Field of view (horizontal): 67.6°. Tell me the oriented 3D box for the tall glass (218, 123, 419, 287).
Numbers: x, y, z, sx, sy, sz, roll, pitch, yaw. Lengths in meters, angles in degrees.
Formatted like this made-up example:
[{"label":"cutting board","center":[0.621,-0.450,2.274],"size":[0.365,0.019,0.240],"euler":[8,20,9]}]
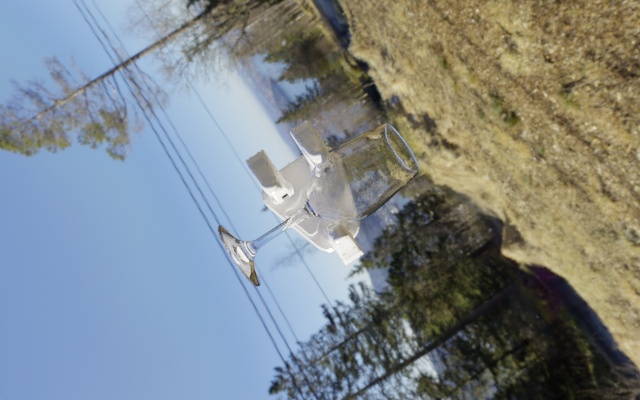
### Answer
[{"label":"tall glass","center":[0.000,0.002,0.487],"size":[0.201,0.079,0.079],"euler":[-33,0,0]}]
